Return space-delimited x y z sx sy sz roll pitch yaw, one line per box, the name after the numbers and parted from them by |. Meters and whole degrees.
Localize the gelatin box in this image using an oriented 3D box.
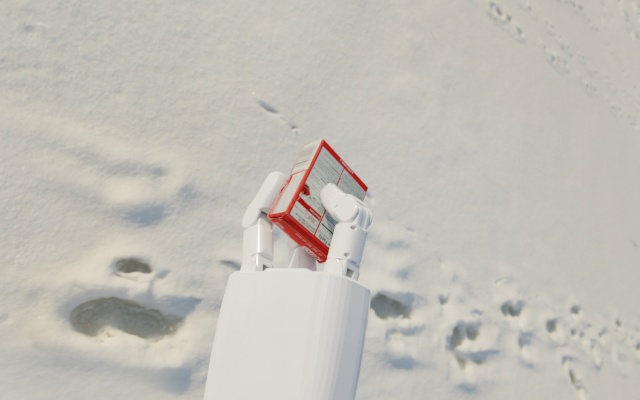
0.001 0.001 0.437 0.030 0.089 0.073 -10 -44 45 | gelatin box
